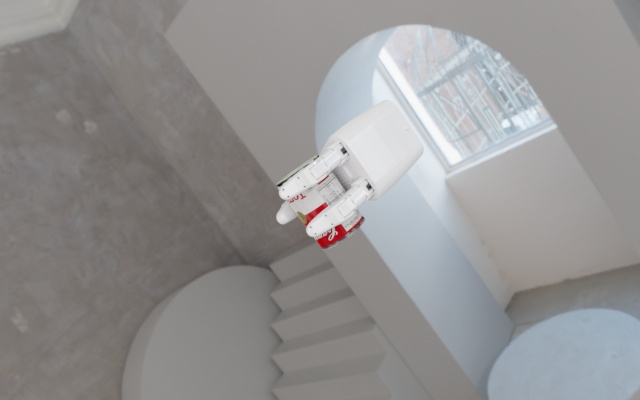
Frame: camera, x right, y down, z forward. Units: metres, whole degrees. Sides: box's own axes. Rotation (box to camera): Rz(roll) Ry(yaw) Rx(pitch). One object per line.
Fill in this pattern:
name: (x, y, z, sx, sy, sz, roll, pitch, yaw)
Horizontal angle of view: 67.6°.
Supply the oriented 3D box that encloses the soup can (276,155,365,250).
soup can: (0.000, 0.002, 0.604, 0.068, 0.102, 0.068, -35, 8, 5)
